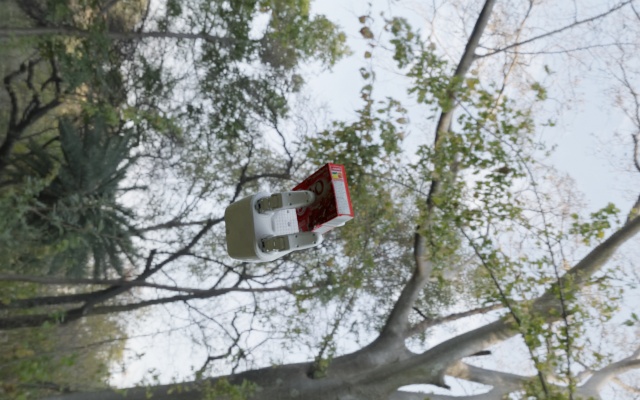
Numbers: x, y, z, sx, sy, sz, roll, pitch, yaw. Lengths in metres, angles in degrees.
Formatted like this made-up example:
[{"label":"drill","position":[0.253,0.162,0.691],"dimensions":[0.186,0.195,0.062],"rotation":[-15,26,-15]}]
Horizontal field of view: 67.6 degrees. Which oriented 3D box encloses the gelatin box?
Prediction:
[{"label":"gelatin box","position":[0.001,0.002,0.626],"dimensions":[0.030,0.073,0.089],"rotation":[6,-24,-37]}]
